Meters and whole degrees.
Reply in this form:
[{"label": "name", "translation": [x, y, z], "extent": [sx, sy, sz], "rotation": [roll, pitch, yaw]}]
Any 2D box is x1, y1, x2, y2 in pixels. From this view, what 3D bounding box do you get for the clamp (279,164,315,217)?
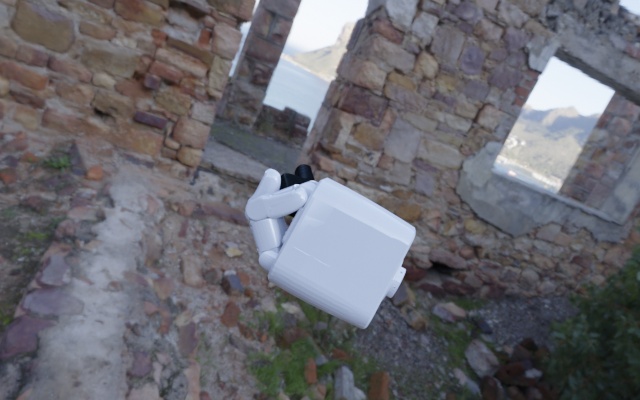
[{"label": "clamp", "translation": [0.000, 0.001, 0.579], "extent": [0.120, 0.039, 0.171], "rotation": [30, 16, 7]}]
